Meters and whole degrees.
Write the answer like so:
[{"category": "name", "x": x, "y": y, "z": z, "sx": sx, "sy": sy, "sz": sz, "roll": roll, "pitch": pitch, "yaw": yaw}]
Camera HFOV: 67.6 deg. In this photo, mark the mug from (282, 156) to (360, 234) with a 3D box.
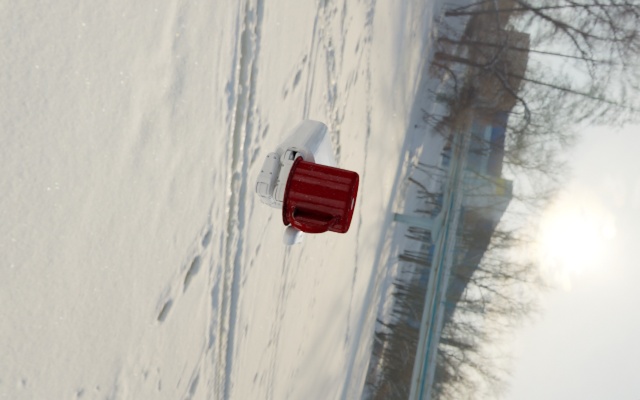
[{"category": "mug", "x": 0.000, "y": 0.003, "z": 0.601, "sx": 0.081, "sy": 0.093, "sz": 0.117, "roll": 12, "pitch": 34, "yaw": 9}]
